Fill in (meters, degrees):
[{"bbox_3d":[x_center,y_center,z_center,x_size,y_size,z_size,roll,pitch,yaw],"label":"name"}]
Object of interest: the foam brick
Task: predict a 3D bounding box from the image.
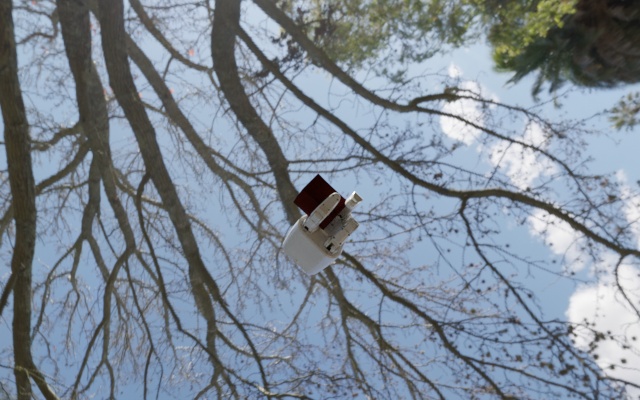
[{"bbox_3d":[0.000,0.003,0.867,0.053,0.078,0.051,-44,-4,-36],"label":"foam brick"}]
